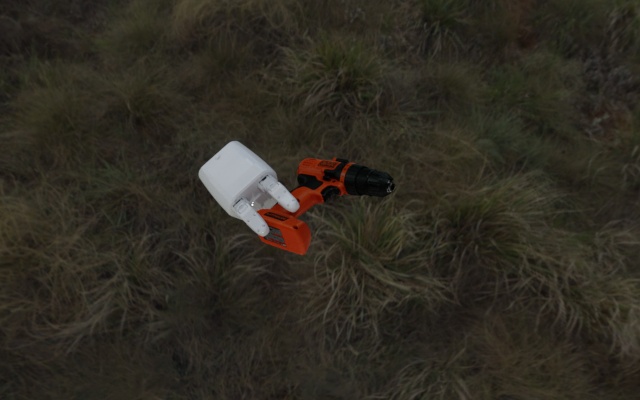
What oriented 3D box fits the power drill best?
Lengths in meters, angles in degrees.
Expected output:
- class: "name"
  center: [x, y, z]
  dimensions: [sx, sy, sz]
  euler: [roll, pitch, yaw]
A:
- class: "power drill"
  center: [0.000, 0.003, 0.745]
  dimensions: [0.184, 0.057, 0.187]
  euler: [11, 42, 39]
